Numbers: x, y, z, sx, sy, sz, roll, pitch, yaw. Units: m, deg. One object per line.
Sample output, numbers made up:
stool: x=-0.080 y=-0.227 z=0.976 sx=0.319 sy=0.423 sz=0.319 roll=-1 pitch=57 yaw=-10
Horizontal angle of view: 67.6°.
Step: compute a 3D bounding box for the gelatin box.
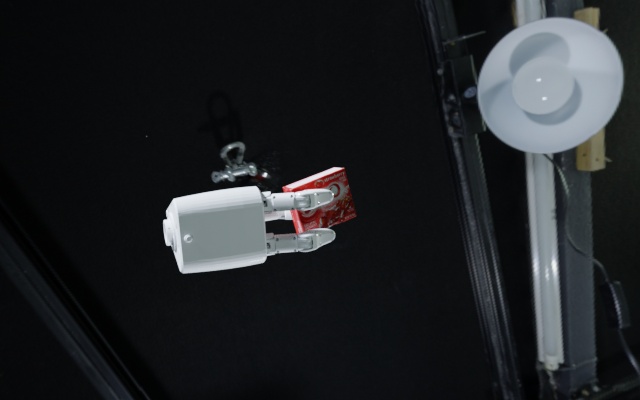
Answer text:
gelatin box: x=0.000 y=0.002 z=0.663 sx=0.089 sy=0.073 sz=0.030 roll=-22 pitch=17 yaw=-25
